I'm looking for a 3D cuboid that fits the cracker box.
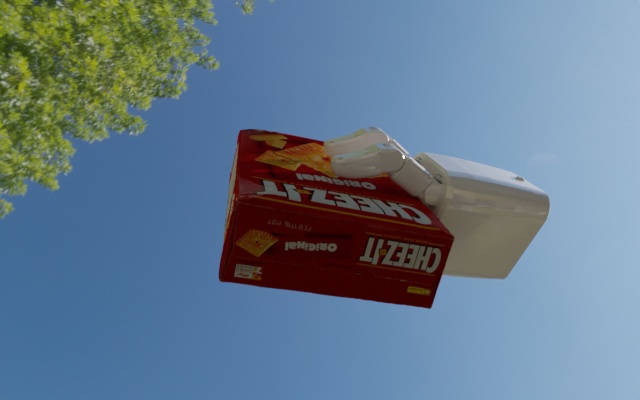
[{"bbox_3d":[0.000,0.002,0.433,0.164,0.072,0.213,9,19,-12],"label":"cracker box"}]
